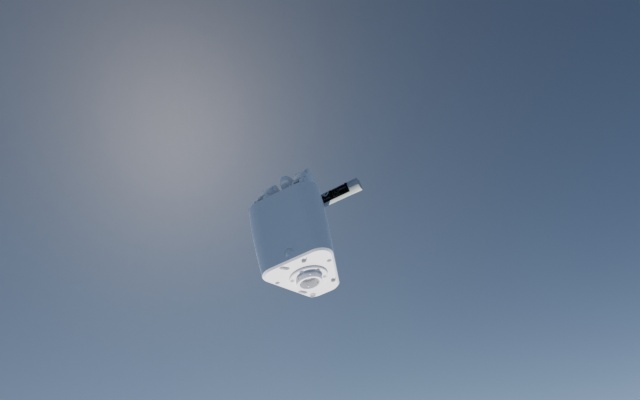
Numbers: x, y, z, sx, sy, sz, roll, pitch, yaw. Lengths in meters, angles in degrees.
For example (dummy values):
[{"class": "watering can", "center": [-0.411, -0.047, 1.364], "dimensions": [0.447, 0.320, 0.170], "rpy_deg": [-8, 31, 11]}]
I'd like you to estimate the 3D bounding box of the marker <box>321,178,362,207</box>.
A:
[{"class": "marker", "center": [0.000, 0.002, 0.662], "dimensions": [0.121, 0.020, 0.020], "rpy_deg": [-25, -6, 12]}]
